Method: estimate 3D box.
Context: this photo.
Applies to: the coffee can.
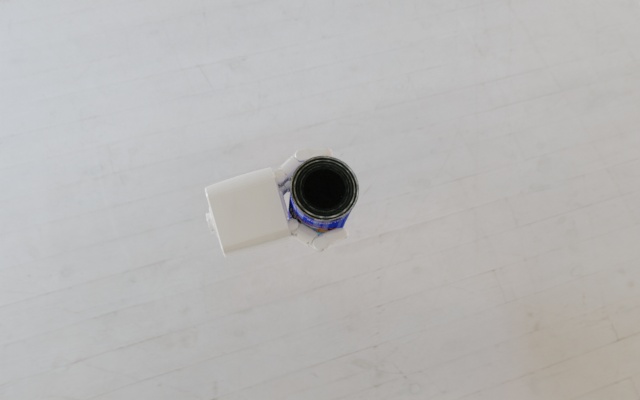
[{"bbox_3d":[0.000,0.003,0.763,0.103,0.102,0.140,0,-18,-5],"label":"coffee can"}]
